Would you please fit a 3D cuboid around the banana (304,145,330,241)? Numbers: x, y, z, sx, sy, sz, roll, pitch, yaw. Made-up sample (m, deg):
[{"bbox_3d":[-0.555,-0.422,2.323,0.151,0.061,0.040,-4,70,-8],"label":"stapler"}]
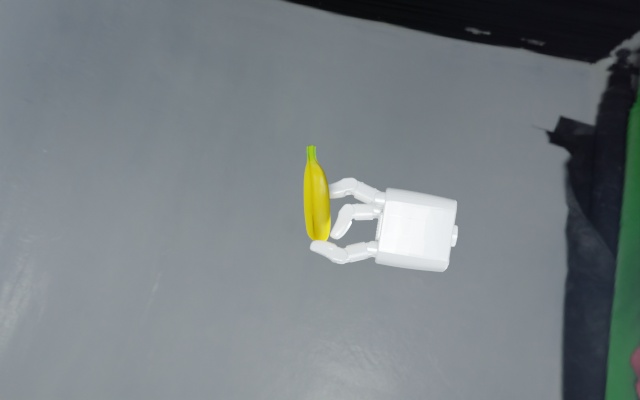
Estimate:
[{"bbox_3d":[-0.002,0.014,0.709,0.037,0.069,0.198,4,-43,6],"label":"banana"}]
